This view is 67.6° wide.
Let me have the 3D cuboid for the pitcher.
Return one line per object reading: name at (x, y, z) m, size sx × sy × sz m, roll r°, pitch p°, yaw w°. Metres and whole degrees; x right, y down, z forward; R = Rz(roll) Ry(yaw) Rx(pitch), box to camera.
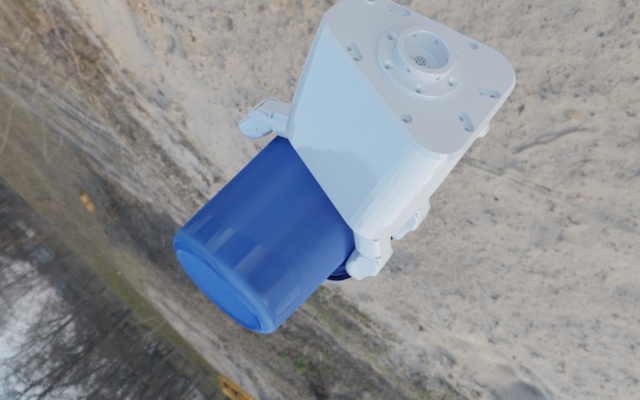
pitcher at (0.000, 0.001, 0.427) m, size 0.242 × 0.149 × 0.145 m, roll -45°, pitch -6°, yaw -27°
